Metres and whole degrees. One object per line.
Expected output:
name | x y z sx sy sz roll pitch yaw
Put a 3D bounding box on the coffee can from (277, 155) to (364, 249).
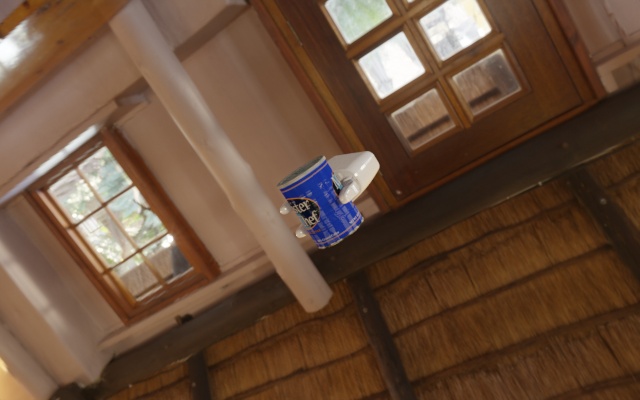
coffee can | 0.000 0.003 0.880 0.103 0.140 0.102 -32 11 7
